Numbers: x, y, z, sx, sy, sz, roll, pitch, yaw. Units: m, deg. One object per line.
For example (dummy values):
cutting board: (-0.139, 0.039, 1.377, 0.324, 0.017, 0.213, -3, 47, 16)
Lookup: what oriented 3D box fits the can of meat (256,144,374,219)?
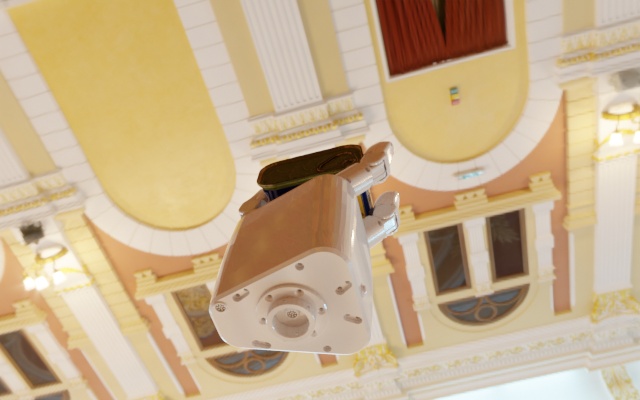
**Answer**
can of meat: (0.000, 0.002, 0.463, 0.102, 0.084, 0.057, -13, 25, 6)
